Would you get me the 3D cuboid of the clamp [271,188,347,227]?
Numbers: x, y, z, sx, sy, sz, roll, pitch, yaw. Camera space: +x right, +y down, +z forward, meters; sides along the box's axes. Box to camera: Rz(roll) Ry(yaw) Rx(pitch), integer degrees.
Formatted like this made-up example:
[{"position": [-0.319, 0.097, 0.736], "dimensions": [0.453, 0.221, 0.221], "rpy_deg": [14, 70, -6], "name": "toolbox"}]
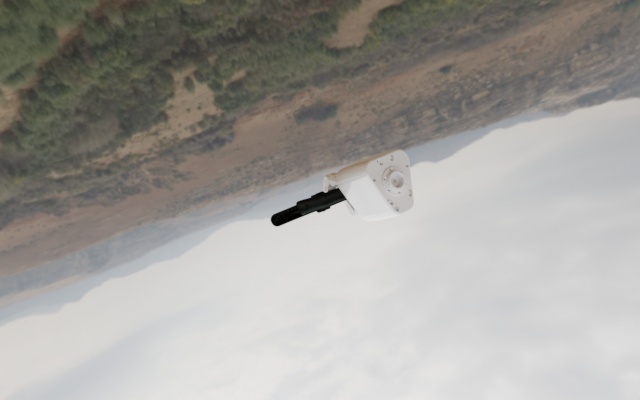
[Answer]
[{"position": [0.000, 0.003, 0.876], "dimensions": [0.171, 0.039, 0.120], "rpy_deg": [-23, 4, -25], "name": "clamp"}]
